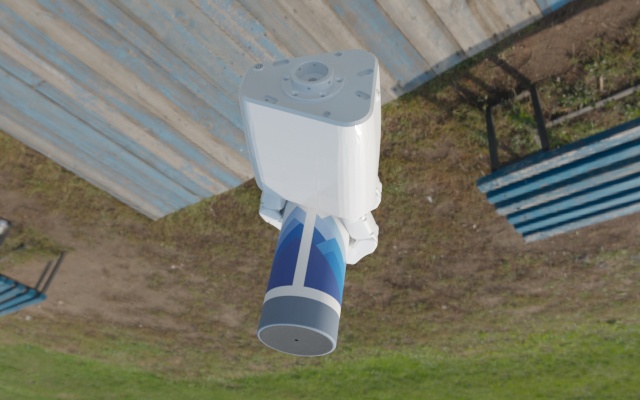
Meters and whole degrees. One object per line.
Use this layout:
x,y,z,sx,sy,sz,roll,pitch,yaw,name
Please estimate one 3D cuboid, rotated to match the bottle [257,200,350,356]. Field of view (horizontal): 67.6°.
0.000,0.002,0.483,0.069,0.295,0.069,6,-38,5,bottle
